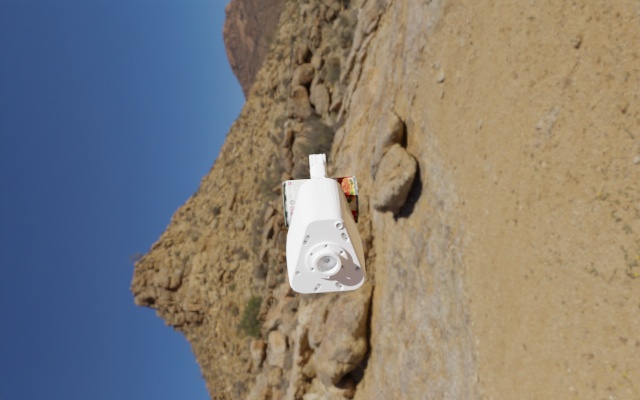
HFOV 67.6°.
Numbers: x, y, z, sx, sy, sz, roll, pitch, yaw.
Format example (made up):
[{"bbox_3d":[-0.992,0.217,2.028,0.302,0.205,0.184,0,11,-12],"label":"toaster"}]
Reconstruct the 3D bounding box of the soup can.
[{"bbox_3d":[0.000,0.002,0.678,0.102,0.068,0.068,-4,0,-1],"label":"soup can"}]
